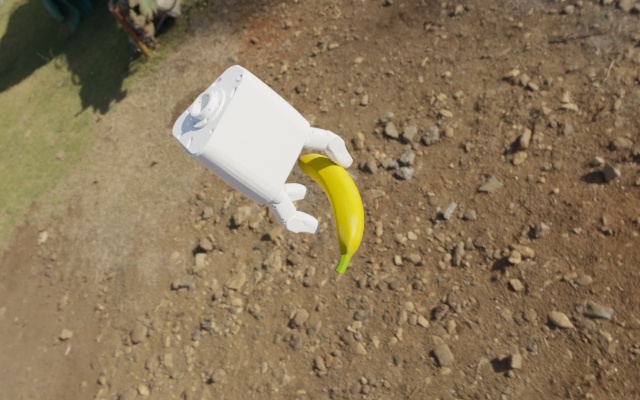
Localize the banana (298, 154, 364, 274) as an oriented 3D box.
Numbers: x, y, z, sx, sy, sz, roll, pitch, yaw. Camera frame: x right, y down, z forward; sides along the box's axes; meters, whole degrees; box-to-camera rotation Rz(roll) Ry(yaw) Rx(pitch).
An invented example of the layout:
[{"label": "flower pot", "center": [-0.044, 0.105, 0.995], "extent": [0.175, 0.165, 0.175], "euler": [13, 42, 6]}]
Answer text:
[{"label": "banana", "center": [0.015, -0.006, 0.610], "extent": [0.070, 0.197, 0.037], "euler": [-37, -44, 21]}]
